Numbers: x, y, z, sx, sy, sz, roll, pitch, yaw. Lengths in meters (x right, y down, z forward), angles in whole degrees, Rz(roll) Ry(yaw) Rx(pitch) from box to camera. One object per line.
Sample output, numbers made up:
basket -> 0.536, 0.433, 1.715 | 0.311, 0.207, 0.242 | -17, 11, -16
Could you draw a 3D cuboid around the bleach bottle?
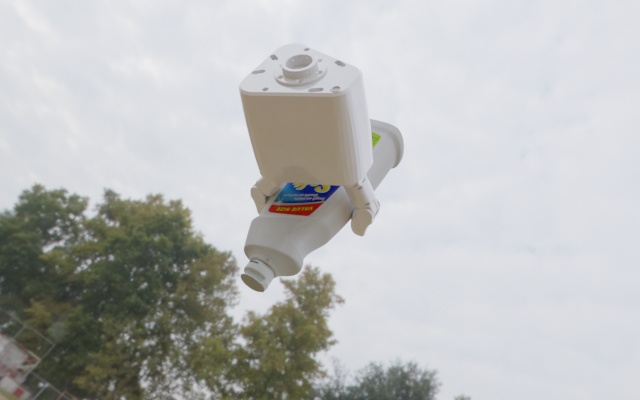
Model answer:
bleach bottle -> 0.000, 0.002, 0.544 | 0.102, 0.068, 0.250 | 18, 52, 25
